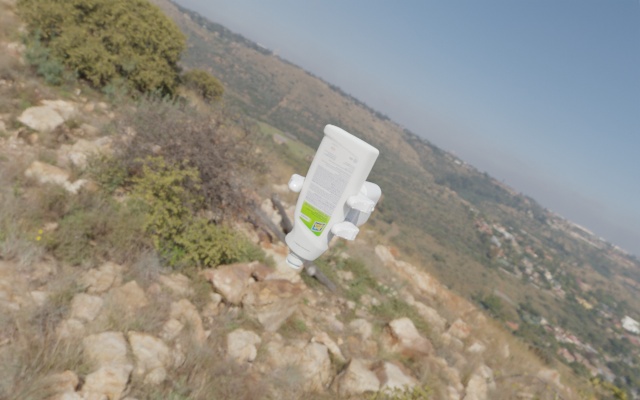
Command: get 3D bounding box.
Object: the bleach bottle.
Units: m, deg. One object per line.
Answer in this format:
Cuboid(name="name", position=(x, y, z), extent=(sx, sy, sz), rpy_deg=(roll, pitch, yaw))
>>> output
Cuboid(name="bleach bottle", position=(0.000, 0.003, 0.831), extent=(0.102, 0.251, 0.068), rpy_deg=(33, 14, 20))
